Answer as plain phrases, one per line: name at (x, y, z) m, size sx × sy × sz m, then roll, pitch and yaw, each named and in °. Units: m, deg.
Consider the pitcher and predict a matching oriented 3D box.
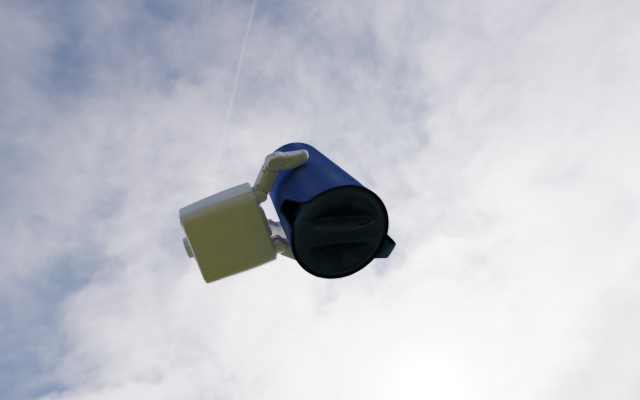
pitcher at (0.000, 0.002, 0.704) m, size 0.145 × 0.149 × 0.242 m, roll -21°, pitch 28°, yaw -9°
